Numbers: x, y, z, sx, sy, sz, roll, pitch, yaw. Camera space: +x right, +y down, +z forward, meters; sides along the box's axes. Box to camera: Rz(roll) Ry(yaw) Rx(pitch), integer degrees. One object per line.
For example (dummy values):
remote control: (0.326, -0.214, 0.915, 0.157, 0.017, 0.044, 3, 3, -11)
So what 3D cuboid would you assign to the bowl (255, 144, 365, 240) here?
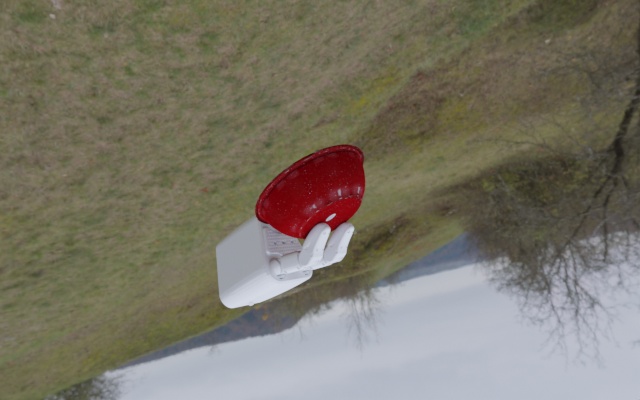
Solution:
bowl: (0.001, 0.002, 0.611, 0.162, 0.055, 0.162, -27, -23, -13)
